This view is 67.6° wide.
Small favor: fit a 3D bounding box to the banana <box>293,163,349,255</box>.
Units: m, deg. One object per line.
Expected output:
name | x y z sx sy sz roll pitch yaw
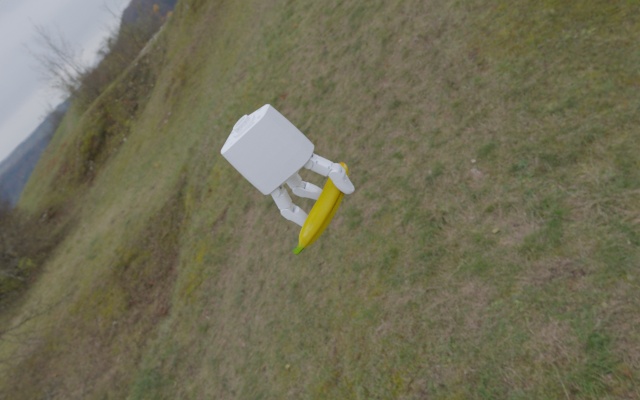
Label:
banana | 0.008 0.003 0.831 0.037 0.197 0.069 39 -25 -20
